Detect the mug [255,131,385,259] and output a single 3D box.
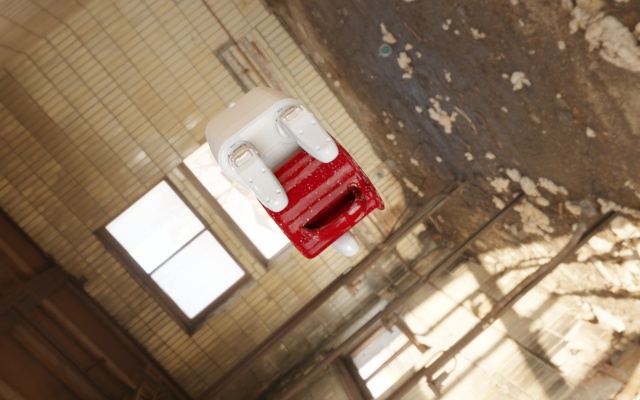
[{"bbox_3d":[0.000,0.002,0.410,0.081,0.093,0.117,-39,28,-3],"label":"mug"}]
